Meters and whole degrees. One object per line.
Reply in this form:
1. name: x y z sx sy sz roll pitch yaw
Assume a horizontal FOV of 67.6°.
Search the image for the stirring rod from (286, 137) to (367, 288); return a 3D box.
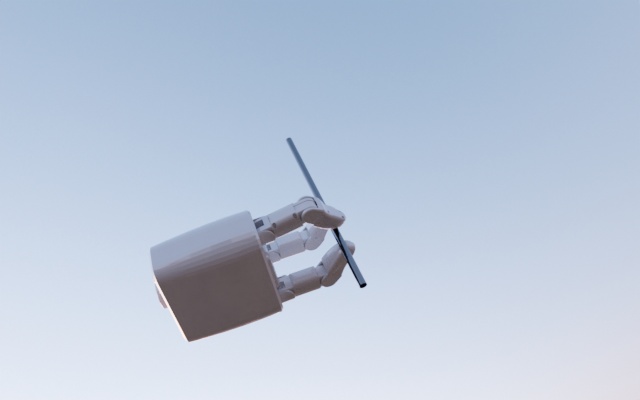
1. stirring rod: 0.000 0.002 0.538 0.011 0.011 0.239 0 42 -27
